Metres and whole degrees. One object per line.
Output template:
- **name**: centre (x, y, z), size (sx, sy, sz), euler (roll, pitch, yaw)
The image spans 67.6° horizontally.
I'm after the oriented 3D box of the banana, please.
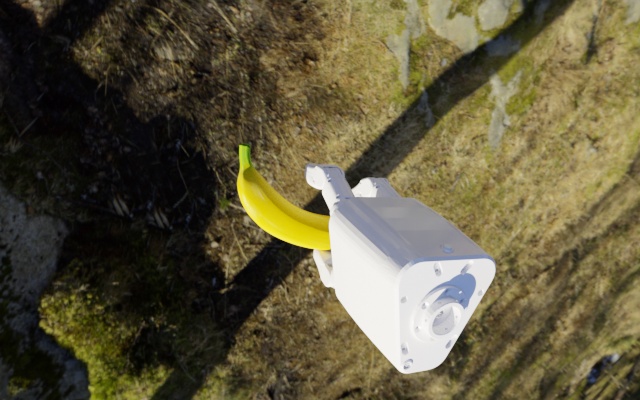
- **banana**: centre (-0.012, 0.016, 0.500), size (0.198, 0.069, 0.037), euler (29, 5, -31)
